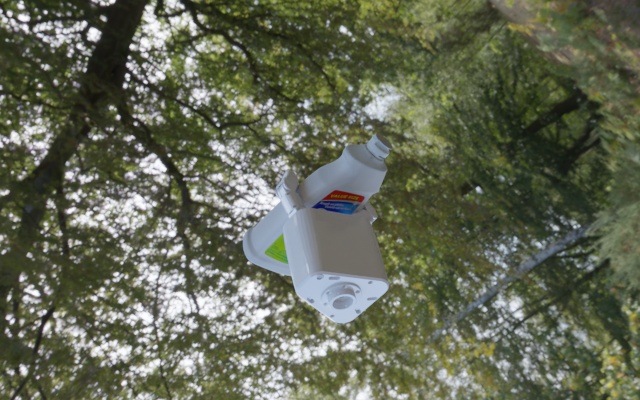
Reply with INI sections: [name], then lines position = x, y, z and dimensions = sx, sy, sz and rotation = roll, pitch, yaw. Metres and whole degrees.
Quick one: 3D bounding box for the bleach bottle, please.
[bleach bottle]
position = 0.000, 0.002, 0.670
dimensions = 0.102, 0.251, 0.068
rotation = 26, 31, -30
